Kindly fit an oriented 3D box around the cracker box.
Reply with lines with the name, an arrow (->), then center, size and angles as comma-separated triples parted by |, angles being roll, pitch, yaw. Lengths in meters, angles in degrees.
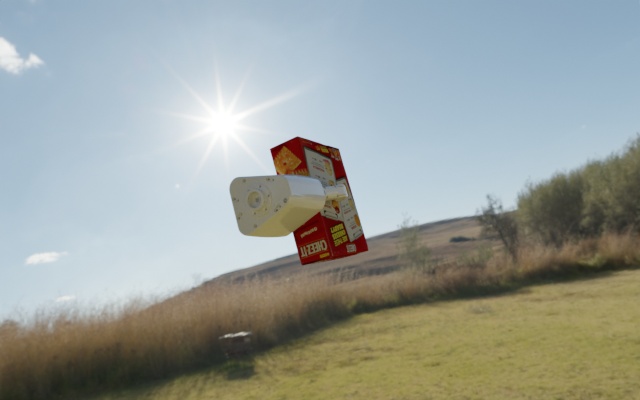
cracker box -> 0.000, 0.003, 0.872 | 0.072, 0.213, 0.164 | -20, -11, 25
